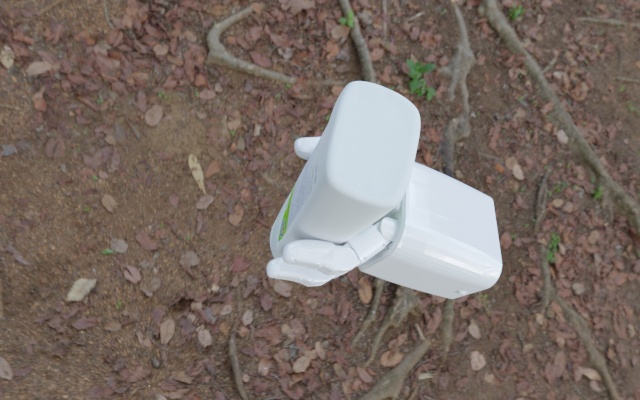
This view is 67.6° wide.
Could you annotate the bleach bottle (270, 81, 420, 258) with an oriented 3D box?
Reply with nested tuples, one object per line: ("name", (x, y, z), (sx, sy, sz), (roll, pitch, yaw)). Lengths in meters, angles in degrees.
("bleach bottle", (0.000, 0.002, 0.448), (0.068, 0.102, 0.251), (21, -26, -11))
